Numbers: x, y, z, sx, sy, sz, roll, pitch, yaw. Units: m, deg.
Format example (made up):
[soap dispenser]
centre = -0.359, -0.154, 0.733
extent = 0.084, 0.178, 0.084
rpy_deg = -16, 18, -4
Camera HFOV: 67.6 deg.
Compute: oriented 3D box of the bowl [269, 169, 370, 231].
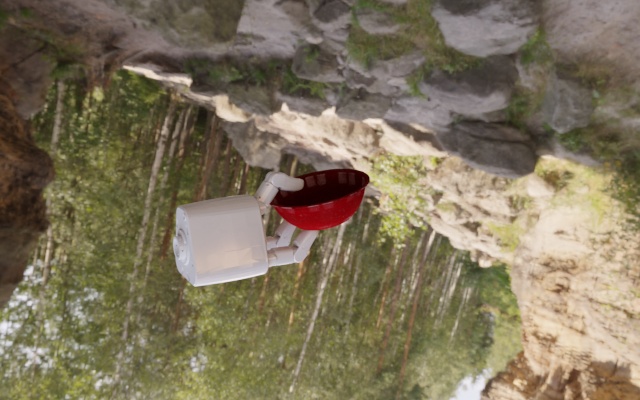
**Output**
[bowl]
centre = 0.001, 0.002, 0.736
extent = 0.162, 0.055, 0.162
rpy_deg = -11, 20, 4
